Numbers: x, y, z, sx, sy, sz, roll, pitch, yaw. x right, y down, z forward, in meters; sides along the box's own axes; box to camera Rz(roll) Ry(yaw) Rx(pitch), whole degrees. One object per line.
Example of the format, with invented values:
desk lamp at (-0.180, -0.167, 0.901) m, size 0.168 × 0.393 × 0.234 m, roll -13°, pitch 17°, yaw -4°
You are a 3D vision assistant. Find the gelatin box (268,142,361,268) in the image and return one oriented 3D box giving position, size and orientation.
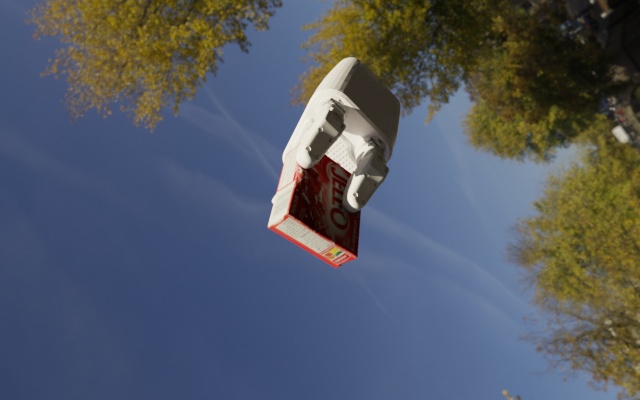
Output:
gelatin box at (0.000, 0.002, 0.405) m, size 0.073 × 0.089 × 0.030 m, roll 34°, pitch -47°, yaw -25°
